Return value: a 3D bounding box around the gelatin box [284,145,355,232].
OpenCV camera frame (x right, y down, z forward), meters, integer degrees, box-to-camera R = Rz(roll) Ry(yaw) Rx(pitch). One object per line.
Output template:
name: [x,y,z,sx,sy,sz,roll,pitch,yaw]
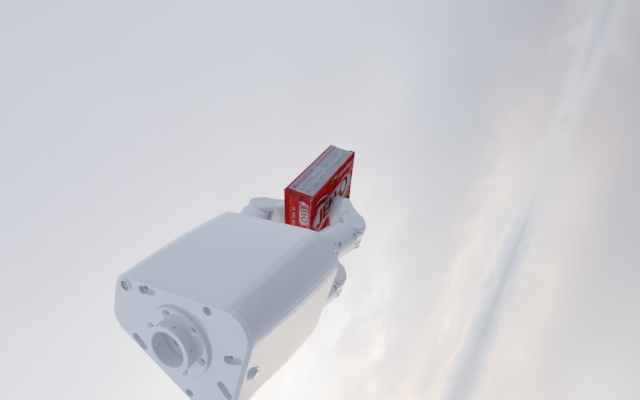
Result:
gelatin box: [0.000,0.001,0.443,0.030,0.073,0.089,19,40,20]
